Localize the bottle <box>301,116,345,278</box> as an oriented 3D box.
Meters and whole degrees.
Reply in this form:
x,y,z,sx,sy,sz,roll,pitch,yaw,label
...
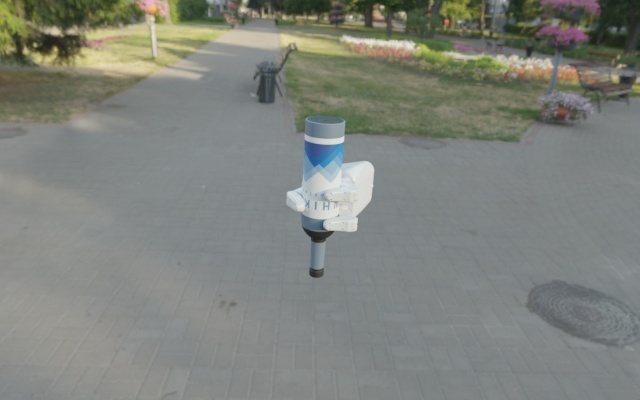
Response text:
x,y,z,sx,sy,sz,roll,pitch,yaw,label
0.000,0.003,0.849,0.069,0.296,0.069,3,21,-1,bottle
